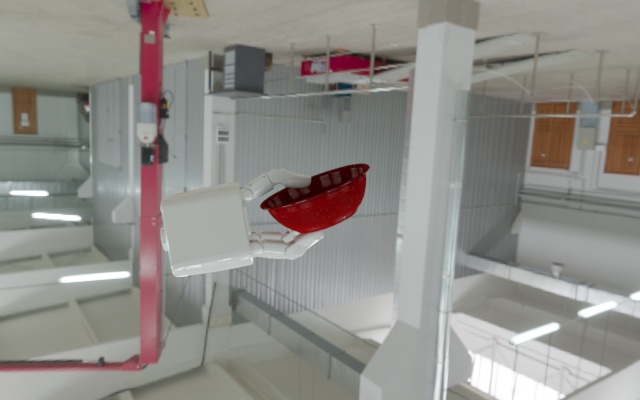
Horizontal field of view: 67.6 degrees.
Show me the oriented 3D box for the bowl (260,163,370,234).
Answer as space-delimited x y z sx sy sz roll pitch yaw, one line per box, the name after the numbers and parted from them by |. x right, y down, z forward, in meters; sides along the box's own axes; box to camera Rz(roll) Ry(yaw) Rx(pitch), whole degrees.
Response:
0.002 0.002 0.667 0.162 0.055 0.162 -20 12 4 | bowl
